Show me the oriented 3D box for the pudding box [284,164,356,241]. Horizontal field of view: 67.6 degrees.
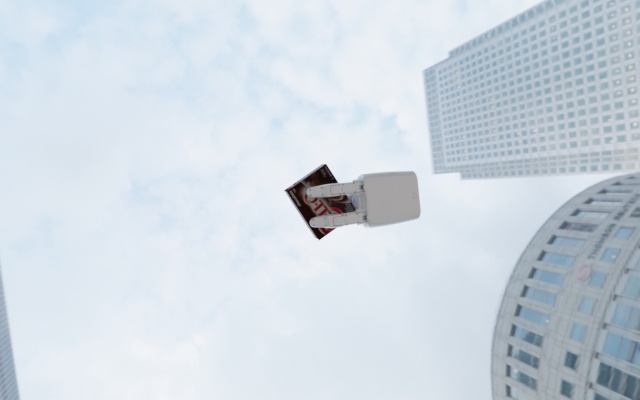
[{"bbox_3d":[0.000,0.003,0.878,0.090,0.113,0.039,-35,9,-11],"label":"pudding box"}]
